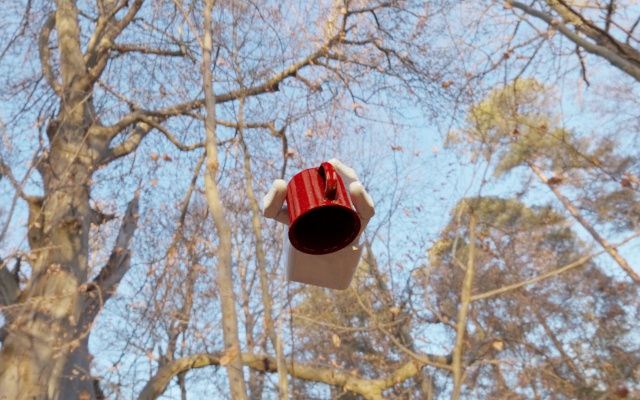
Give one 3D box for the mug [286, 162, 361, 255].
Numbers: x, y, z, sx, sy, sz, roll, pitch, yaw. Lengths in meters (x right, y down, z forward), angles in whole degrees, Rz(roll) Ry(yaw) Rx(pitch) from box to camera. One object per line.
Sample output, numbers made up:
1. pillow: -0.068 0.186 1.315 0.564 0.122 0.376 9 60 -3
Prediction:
1. mug: 0.000 0.001 0.615 0.093 0.117 0.081 -1 44 -13
